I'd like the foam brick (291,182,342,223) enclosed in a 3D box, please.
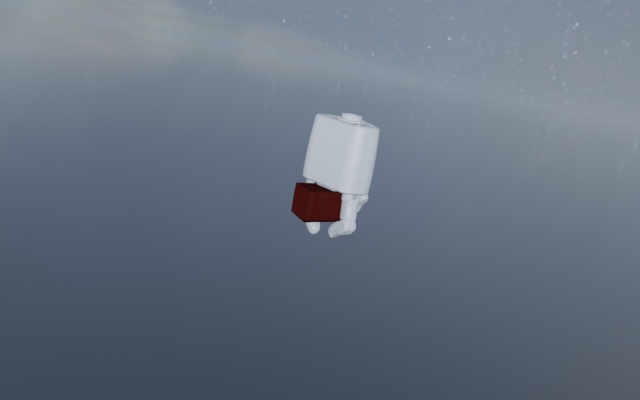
[{"bbox_3d":[0.000,0.003,0.770,0.078,0.051,0.053,0,20,-32],"label":"foam brick"}]
